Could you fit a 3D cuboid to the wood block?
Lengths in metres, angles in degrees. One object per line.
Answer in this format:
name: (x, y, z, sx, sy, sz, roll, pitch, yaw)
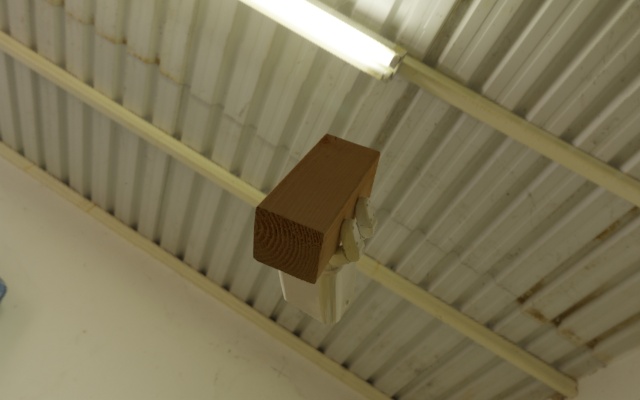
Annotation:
wood block: (0.000, 0.002, 0.648, 0.091, 0.090, 0.206, 20, 39, 14)
